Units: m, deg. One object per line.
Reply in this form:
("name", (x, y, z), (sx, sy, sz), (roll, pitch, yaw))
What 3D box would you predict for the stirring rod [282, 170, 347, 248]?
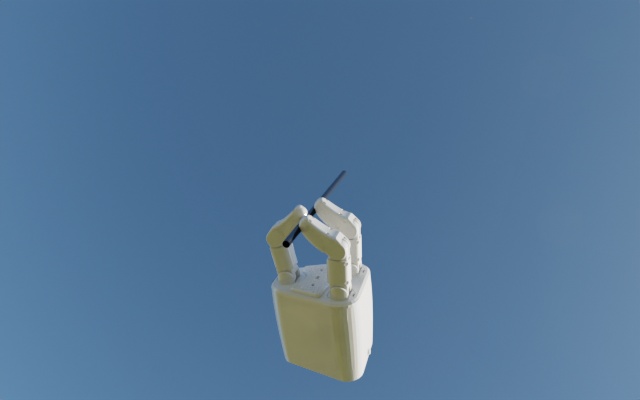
("stirring rod", (0.000, 0.002, 0.577), (0.011, 0.011, 0.239), (0, 20, 17))
